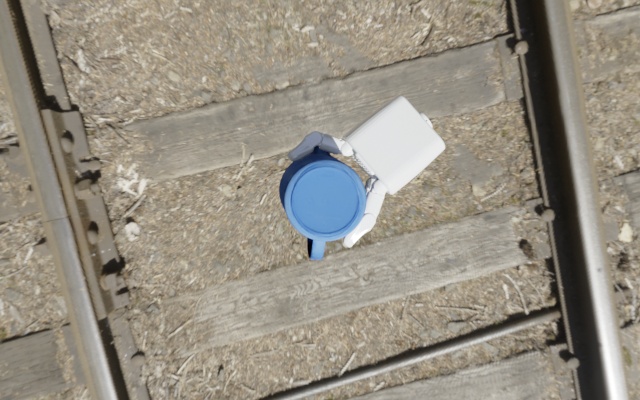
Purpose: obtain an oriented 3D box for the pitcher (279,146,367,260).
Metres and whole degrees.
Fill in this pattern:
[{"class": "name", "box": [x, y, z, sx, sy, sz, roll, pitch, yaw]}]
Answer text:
[{"class": "pitcher", "box": [0.000, 0.002, 0.729, 0.145, 0.149, 0.243, -39, 5, 1]}]
